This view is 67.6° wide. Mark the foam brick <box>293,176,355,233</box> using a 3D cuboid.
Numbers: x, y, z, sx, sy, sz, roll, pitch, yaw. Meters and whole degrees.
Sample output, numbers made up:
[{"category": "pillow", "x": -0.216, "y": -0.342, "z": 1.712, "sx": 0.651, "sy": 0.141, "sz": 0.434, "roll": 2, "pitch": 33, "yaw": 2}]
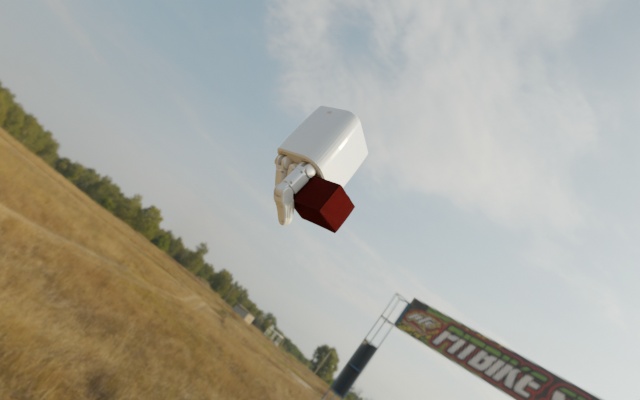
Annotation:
[{"category": "foam brick", "x": 0.000, "y": 0.002, "z": 0.689, "sx": 0.078, "sy": 0.051, "sz": 0.053, "roll": 22, "pitch": -25, "yaw": 45}]
